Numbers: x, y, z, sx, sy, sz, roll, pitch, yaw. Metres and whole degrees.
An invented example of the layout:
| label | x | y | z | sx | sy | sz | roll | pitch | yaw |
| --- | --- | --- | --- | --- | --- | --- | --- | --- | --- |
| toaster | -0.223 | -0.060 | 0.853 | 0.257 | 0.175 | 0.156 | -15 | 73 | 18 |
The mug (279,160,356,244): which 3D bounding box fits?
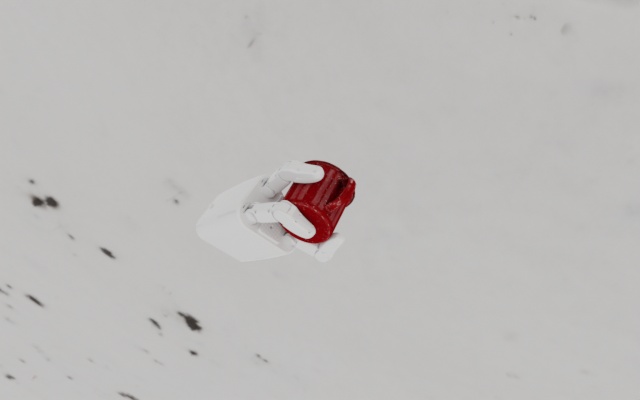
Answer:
| label | x | y | z | sx | sy | sz | roll | pitch | yaw |
| --- | --- | --- | --- | --- | --- | --- | --- | --- | --- |
| mug | 0.001 | 0.002 | 0.651 | 0.117 | 0.093 | 0.081 | -19 | 31 | 41 |
